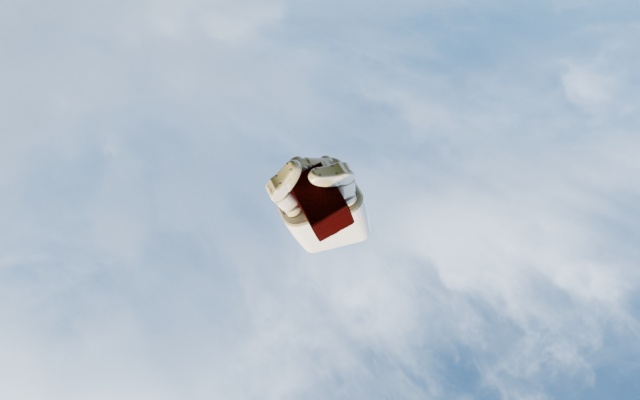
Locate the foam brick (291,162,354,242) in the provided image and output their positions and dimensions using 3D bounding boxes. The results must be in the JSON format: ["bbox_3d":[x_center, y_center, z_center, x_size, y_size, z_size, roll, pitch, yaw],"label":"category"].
[{"bbox_3d":[0.000,0.002,0.603,0.053,0.078,0.051,-29,-32,-2],"label":"foam brick"}]
